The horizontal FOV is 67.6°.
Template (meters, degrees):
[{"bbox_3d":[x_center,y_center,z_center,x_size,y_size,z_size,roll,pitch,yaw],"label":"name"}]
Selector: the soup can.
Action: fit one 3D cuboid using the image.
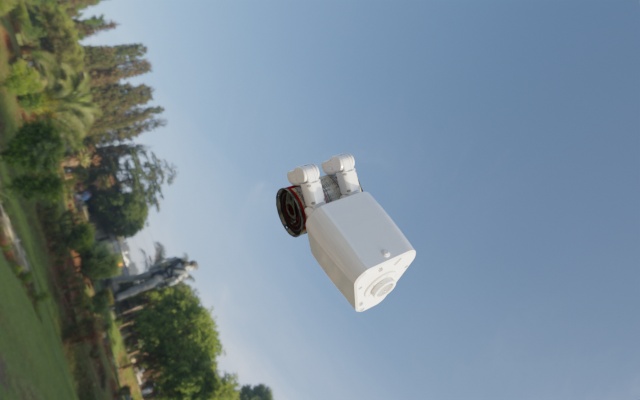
[{"bbox_3d":[0.000,0.002,0.649,0.102,0.068,0.068,-19,9,-28],"label":"soup can"}]
